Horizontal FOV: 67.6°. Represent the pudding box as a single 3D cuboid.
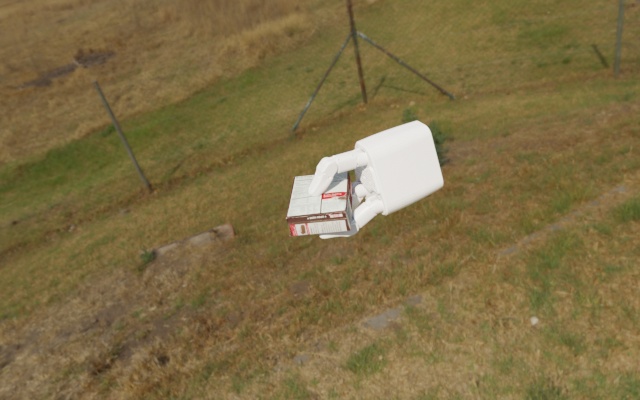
[{"bbox_3d":[0.000,0.002,0.713,0.090,0.039,0.113,-7,33,10],"label":"pudding box"}]
